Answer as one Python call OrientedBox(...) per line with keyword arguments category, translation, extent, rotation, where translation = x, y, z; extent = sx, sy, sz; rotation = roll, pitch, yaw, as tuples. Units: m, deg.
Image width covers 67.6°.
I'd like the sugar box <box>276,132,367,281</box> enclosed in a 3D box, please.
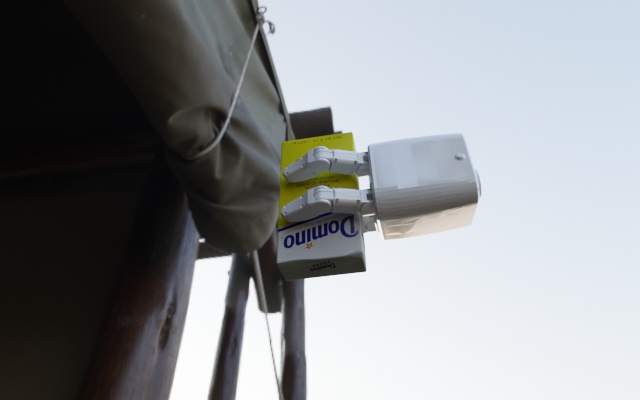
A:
OrientedBox(category="sugar box", translation=(0.000, 0.001, 0.551), extent=(0.093, 0.176, 0.048), rotation=(-8, -40, 8))
